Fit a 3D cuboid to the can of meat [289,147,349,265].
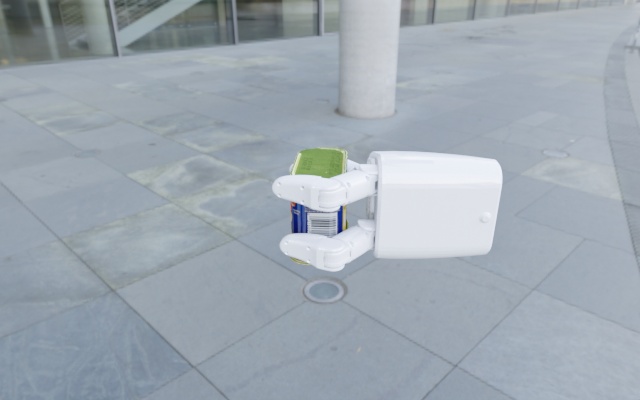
[{"bbox_3d":[0.000,0.001,0.469,0.057,0.084,0.102,1,24,3],"label":"can of meat"}]
